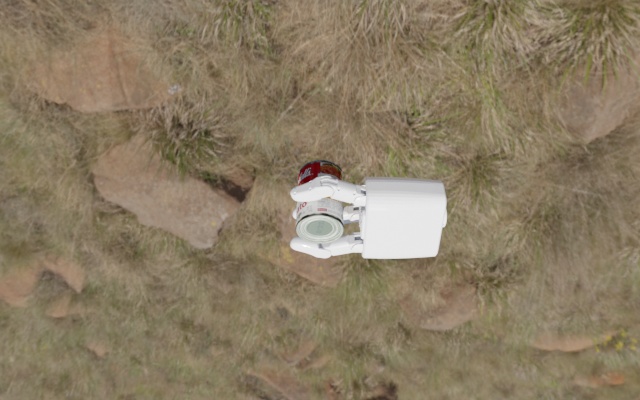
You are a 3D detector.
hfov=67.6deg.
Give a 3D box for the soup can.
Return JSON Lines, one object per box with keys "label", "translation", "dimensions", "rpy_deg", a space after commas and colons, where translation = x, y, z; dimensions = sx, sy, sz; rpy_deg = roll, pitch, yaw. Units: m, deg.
{"label": "soup can", "translation": [0.000, 0.002, 0.678], "dimensions": [0.068, 0.102, 0.069], "rpy_deg": [1, -40, 1]}
